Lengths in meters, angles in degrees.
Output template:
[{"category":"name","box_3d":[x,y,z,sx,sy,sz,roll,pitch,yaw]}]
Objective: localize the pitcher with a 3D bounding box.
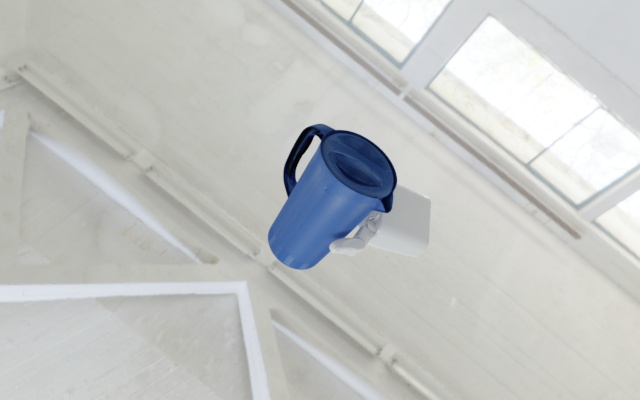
[{"category":"pitcher","box_3d":[0.000,0.003,0.786,0.145,0.149,0.243,19,-45,-20]}]
